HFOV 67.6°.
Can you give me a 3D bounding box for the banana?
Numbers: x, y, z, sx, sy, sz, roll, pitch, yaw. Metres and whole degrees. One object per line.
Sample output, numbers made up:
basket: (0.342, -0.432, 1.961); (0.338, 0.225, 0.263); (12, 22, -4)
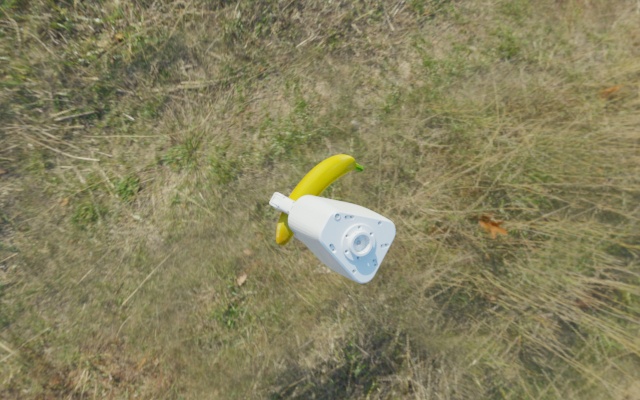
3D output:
banana: (-0.006, -0.014, 0.754); (0.197, 0.070, 0.037); (-42, 31, -18)
